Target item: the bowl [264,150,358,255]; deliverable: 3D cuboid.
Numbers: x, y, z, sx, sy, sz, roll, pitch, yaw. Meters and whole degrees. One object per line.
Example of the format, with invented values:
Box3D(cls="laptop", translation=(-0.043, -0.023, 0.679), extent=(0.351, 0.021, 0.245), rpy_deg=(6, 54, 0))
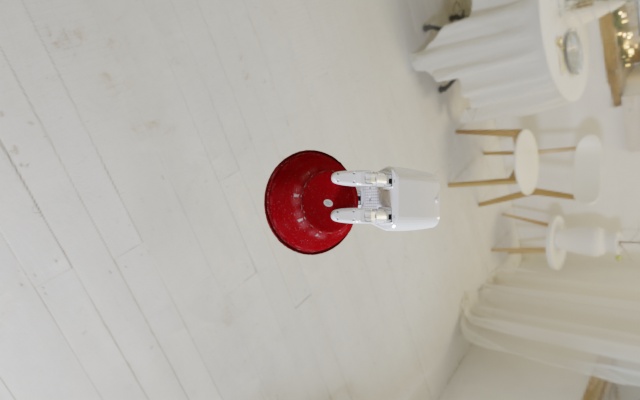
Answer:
Box3D(cls="bowl", translation=(-0.001, 0.003, 0.711), extent=(0.162, 0.162, 0.055), rpy_deg=(0, -1, -28))
